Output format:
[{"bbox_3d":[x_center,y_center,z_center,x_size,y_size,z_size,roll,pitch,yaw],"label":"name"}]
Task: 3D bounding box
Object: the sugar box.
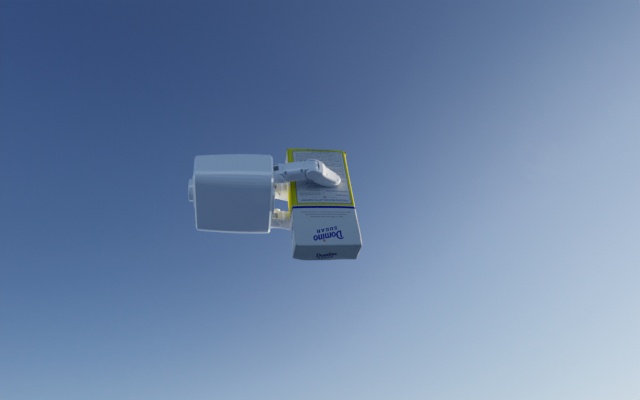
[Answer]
[{"bbox_3d":[0.000,0.003,0.694,0.093,0.176,0.048,1,-36,-10],"label":"sugar box"}]
